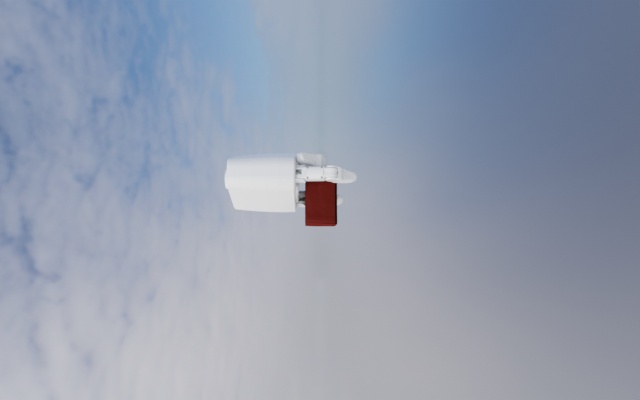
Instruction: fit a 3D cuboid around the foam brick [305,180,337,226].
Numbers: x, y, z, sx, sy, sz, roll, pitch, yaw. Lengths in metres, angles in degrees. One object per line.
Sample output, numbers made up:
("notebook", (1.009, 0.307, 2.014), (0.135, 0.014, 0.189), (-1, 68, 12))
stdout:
("foam brick", (0.000, 0.003, 0.777), (0.051, 0.078, 0.053), (0, -9, -2))
